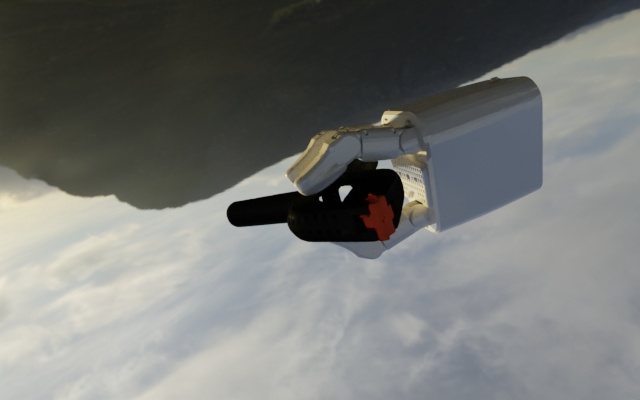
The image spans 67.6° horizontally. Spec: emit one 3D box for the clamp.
[{"bbox_3d":[0.001,0.002,0.401,0.164,0.036,0.210,-23,14,-6],"label":"clamp"}]
